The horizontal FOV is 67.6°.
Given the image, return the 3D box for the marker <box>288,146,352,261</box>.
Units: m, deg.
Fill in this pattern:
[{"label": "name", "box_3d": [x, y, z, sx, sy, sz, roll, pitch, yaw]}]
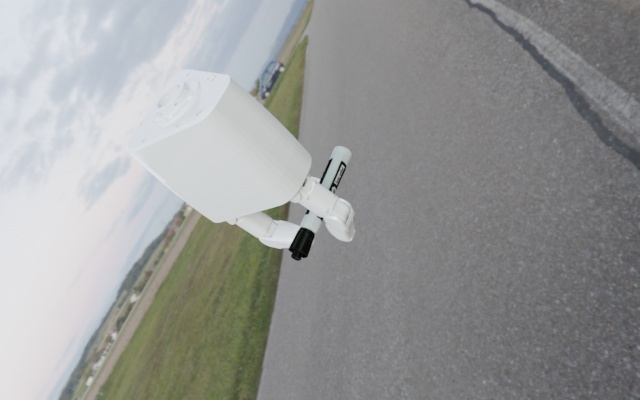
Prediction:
[{"label": "marker", "box_3d": [0.000, 0.002, 0.450, 0.020, 0.121, 0.020, 20, -24, 9]}]
